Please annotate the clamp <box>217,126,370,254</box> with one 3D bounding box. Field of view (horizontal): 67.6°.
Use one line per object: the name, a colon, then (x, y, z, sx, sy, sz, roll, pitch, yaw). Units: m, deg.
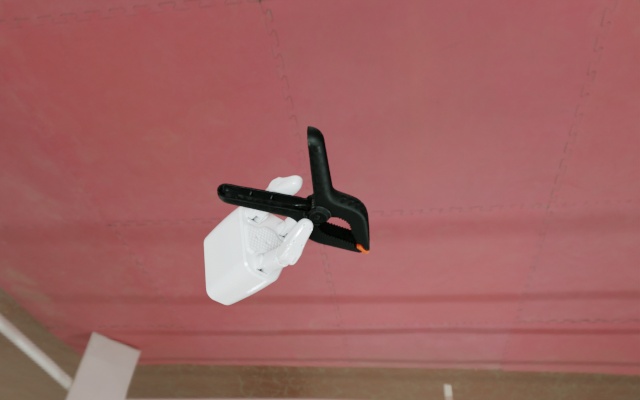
clamp: (0.000, 0.003, 0.594, 0.210, 0.036, 0.164, 33, -47, -27)
